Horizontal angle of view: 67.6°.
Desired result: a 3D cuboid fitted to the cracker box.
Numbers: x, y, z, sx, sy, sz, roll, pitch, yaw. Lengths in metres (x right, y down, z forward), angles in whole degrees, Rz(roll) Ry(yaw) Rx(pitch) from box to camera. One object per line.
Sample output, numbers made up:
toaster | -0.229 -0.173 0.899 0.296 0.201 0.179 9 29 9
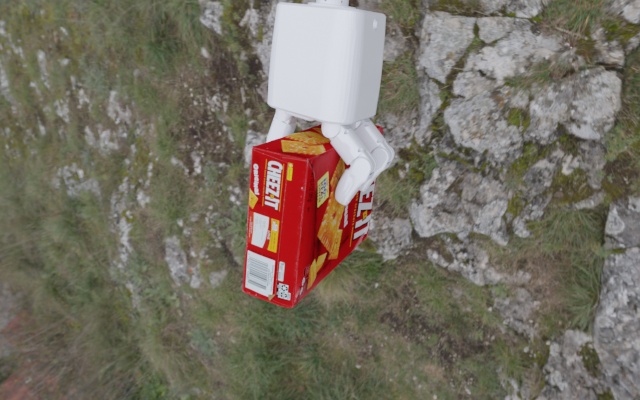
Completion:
cracker box | 0.000 0.002 0.556 0.072 0.164 0.213 16 23 23
